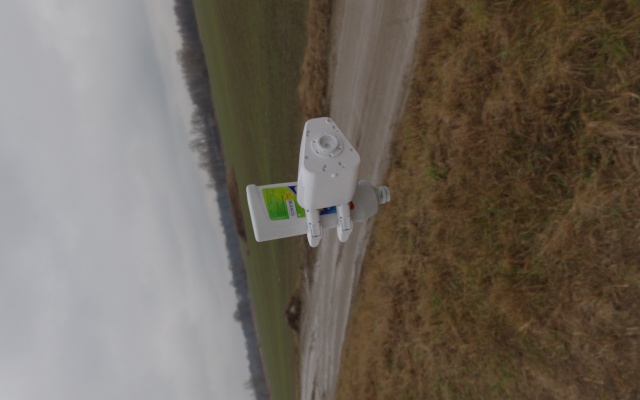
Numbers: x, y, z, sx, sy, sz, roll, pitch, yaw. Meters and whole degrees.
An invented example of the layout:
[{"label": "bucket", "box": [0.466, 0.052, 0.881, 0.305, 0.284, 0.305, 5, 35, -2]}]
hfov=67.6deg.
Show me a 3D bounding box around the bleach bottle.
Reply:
[{"label": "bleach bottle", "box": [0.000, 0.003, 0.858, 0.251, 0.102, 0.068, -11, -26, -11]}]
